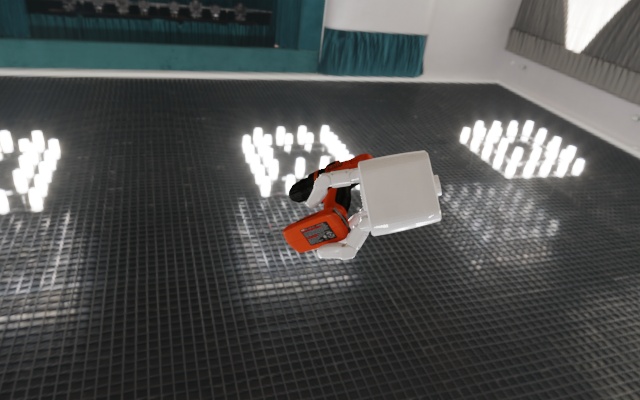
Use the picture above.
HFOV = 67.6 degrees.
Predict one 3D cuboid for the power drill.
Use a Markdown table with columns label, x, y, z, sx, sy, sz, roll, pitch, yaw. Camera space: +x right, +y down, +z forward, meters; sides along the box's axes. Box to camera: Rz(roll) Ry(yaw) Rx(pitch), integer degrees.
| label | x | y | z | sx | sy | sz | roll | pitch | yaw |
| --- | --- | --- | --- | --- | --- | --- | --- | --- | --- |
| power drill | 0.000 | 0.003 | 0.816 | 0.184 | 0.057 | 0.187 | -22 | 29 | 31 |
